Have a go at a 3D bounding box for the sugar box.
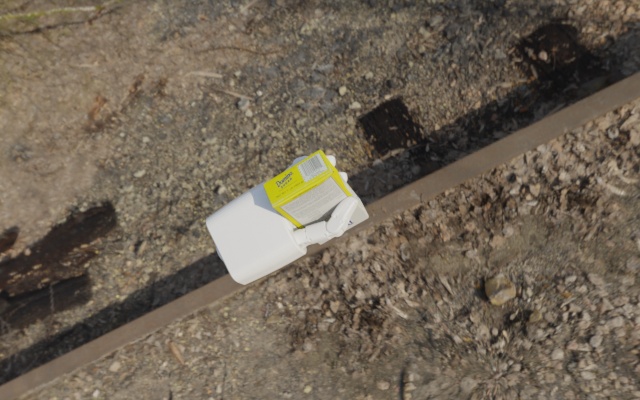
[{"bbox_3d":[0.000,0.002,0.687,0.093,0.048,0.176,-30,-27,7],"label":"sugar box"}]
